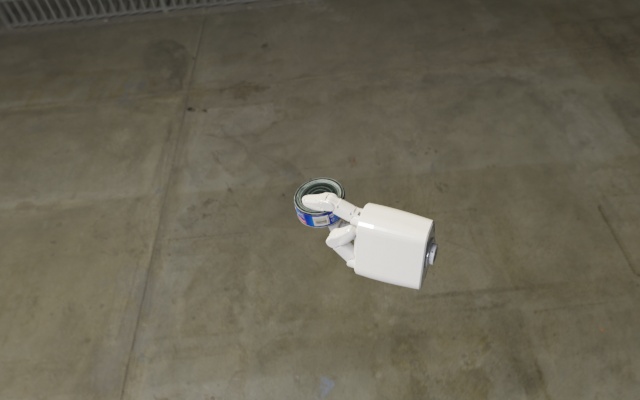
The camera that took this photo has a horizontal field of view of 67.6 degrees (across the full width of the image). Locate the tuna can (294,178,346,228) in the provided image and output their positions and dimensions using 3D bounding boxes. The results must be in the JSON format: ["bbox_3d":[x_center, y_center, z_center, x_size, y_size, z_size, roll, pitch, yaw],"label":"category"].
[{"bbox_3d":[0.000,0.002,0.785,0.086,0.086,0.034,0,-43,14],"label":"tuna can"}]
